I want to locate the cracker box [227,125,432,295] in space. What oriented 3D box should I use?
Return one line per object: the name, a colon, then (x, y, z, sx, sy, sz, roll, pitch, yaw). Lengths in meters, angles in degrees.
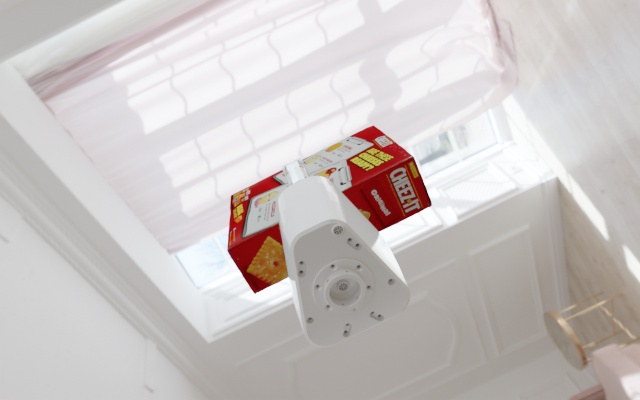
cracker box: (0.000, 0.002, 0.565, 0.214, 0.072, 0.164, -26, 22, 1)
